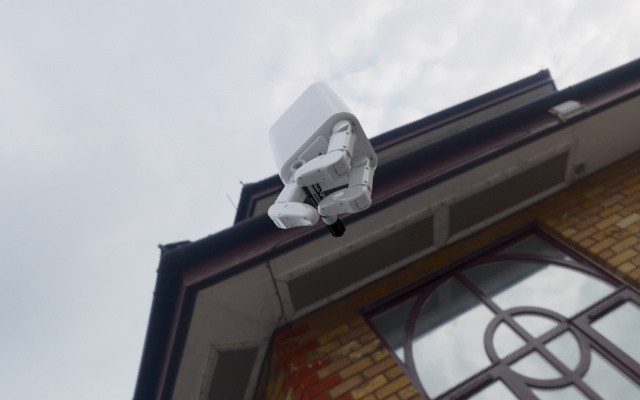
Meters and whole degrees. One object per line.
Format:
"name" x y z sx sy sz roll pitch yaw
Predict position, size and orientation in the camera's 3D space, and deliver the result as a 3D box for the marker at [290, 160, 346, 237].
"marker" 0.000 0.002 0.555 0.020 0.020 0.121 0 -41 33
